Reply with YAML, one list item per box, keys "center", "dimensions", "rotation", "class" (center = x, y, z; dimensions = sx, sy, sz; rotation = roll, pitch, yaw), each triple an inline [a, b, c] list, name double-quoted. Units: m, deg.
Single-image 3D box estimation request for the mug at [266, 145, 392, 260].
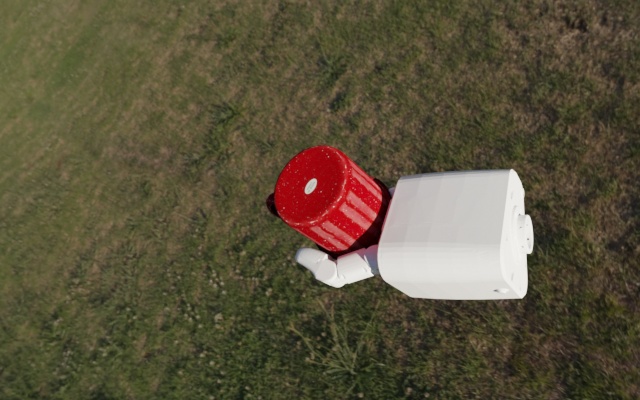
- center: [-0.001, 0.001, 0.457]
  dimensions: [0.117, 0.093, 0.081]
  rotation: [-4, -25, 33]
  class: "mug"
